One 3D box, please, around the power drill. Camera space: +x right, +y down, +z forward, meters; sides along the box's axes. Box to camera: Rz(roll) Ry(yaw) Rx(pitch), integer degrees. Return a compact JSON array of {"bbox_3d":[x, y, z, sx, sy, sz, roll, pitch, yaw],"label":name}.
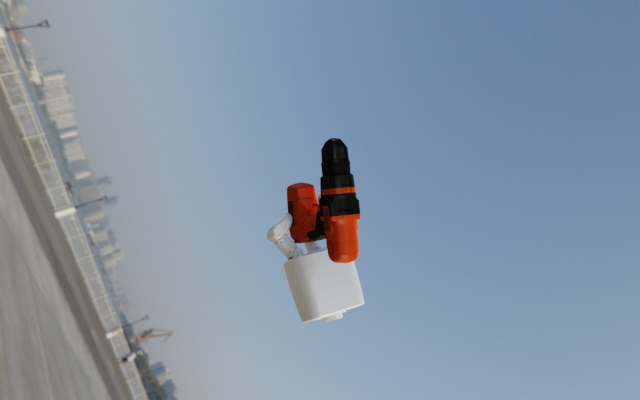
[{"bbox_3d":[0.000,0.003,0.765,0.057,0.184,0.187,-3,-1,-21],"label":"power drill"}]
